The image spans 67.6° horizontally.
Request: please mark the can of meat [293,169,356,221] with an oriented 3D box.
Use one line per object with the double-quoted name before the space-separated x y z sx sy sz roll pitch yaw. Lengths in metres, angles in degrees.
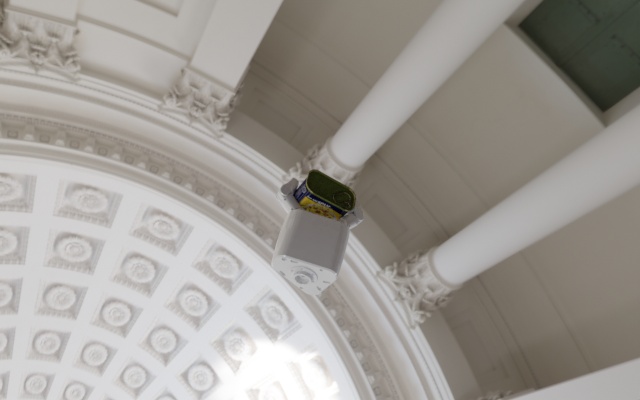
"can of meat" 0.000 0.003 0.884 0.102 0.057 0.084 28 -45 -15
